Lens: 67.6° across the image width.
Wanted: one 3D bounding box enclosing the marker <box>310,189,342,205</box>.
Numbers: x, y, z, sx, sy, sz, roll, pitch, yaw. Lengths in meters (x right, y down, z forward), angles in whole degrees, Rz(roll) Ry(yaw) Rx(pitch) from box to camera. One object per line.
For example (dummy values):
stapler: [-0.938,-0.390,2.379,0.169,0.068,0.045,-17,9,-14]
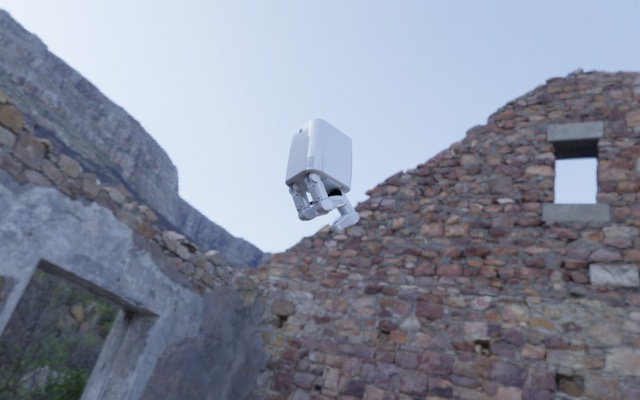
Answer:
marker: [0.000,0.003,0.877,0.020,0.020,0.121,0,-15,-35]
